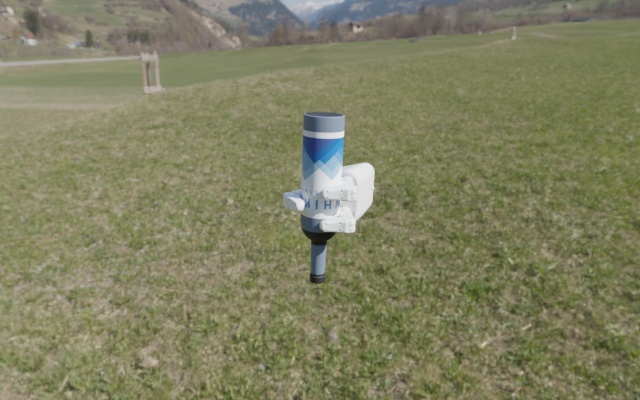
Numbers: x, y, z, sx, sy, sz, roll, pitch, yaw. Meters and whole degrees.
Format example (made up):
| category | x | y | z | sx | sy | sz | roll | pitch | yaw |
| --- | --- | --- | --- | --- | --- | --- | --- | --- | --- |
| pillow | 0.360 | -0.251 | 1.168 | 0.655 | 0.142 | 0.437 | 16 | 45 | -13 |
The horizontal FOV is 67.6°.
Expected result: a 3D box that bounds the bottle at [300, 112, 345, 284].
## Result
| category | x | y | z | sx | sy | sz | roll | pitch | yaw |
| --- | --- | --- | --- | --- | --- | --- | --- | --- | --- |
| bottle | 0.000 | 0.002 | 0.808 | 0.069 | 0.296 | 0.069 | 2 | 17 | -1 |
